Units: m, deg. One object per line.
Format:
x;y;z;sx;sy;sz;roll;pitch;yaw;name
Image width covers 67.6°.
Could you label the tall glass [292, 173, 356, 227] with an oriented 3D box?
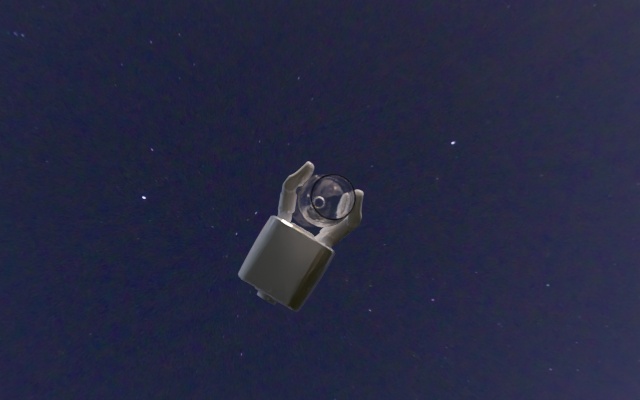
0.000;0.002;0.729;0.079;0.079;0.201;0;-4;-10;tall glass
